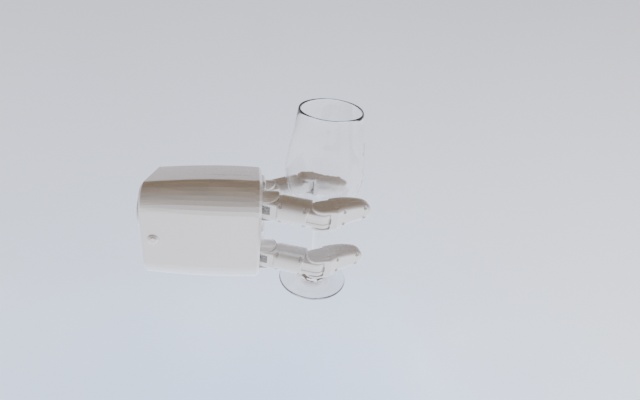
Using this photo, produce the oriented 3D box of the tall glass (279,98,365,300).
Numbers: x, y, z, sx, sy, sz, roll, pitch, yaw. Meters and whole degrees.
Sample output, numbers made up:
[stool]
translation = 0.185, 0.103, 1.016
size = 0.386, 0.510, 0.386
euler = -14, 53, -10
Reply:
[tall glass]
translation = 0.000, 0.002, 0.490
size = 0.079, 0.201, 0.079
euler = 5, 30, -3
